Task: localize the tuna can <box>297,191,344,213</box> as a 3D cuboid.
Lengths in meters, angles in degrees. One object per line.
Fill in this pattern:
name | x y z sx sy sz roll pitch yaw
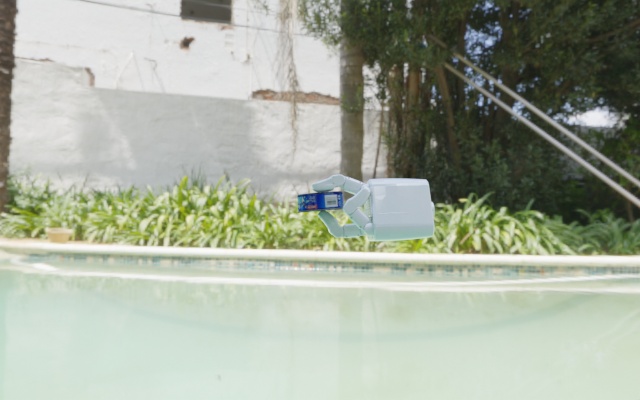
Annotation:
tuna can | 0.000 0.002 0.879 0.086 0.034 0.086 -5 -1 0
